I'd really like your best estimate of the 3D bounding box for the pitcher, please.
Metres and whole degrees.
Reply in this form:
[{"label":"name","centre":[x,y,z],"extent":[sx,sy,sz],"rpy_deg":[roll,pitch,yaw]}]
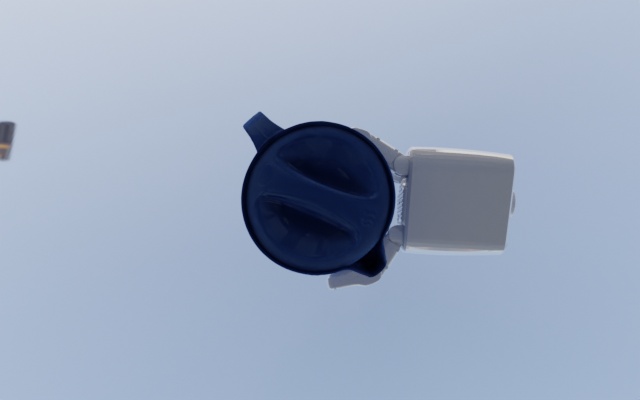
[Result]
[{"label":"pitcher","centre":[0.000,0.002,0.520],"extent":[0.145,0.149,0.243],"rpy_deg":[3,-6,5]}]
